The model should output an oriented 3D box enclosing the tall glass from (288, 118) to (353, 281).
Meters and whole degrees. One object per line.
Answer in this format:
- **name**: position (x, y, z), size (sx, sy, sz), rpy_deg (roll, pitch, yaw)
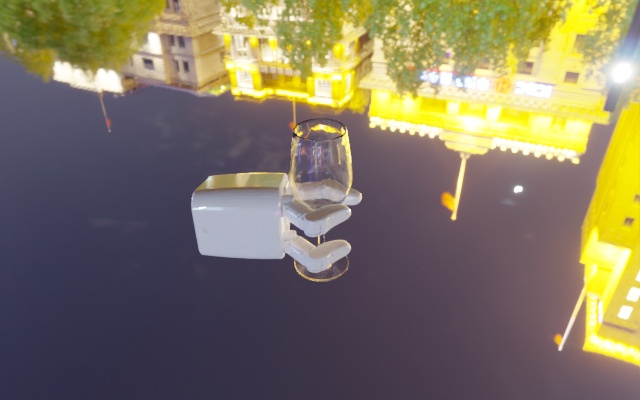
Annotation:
- **tall glass**: position (0.000, 0.002, 0.599), size (0.079, 0.201, 0.079), rpy_deg (0, 33, 0)
